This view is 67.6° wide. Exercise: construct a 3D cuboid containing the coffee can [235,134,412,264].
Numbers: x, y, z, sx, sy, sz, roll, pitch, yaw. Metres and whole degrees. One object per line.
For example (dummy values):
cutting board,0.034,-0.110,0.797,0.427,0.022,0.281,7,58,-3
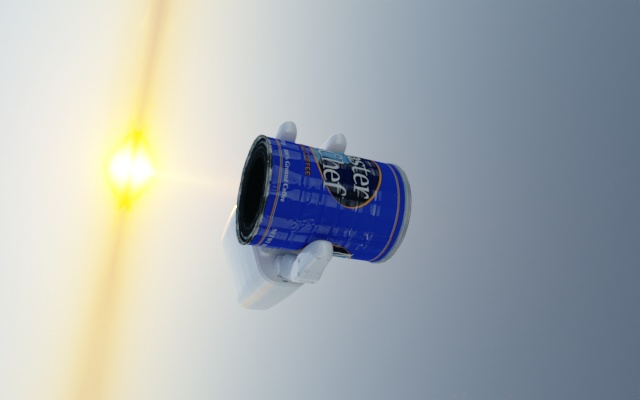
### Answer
coffee can,0.000,0.002,0.459,0.140,0.103,0.103,10,-4,-22
